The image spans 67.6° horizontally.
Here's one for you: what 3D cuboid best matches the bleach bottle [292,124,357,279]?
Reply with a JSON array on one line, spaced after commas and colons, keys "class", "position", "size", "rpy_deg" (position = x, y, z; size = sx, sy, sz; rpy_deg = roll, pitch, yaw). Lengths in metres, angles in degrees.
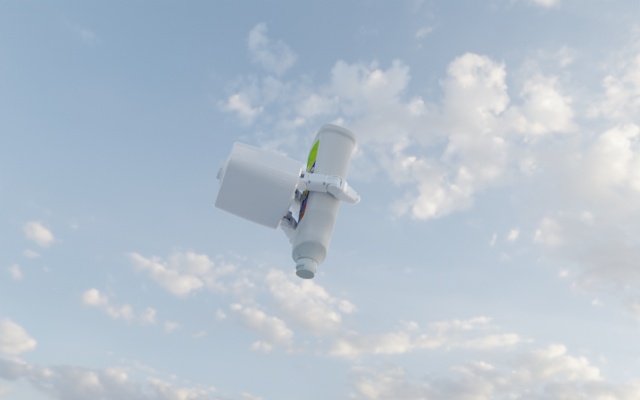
[{"class": "bleach bottle", "position": [0.000, 0.002, 0.748], "size": [0.068, 0.250, 0.103], "rpy_deg": [19, -38, -10]}]
